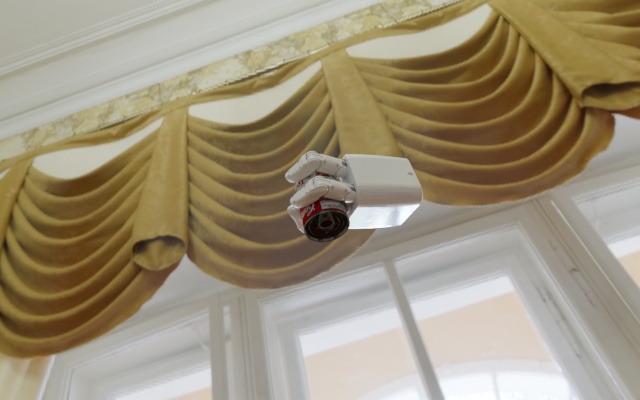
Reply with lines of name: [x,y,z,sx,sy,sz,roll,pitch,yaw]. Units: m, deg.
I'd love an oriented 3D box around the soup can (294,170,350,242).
soup can: [0.000,0.002,0.720,0.068,0.102,0.069,-8,-43,-8]
